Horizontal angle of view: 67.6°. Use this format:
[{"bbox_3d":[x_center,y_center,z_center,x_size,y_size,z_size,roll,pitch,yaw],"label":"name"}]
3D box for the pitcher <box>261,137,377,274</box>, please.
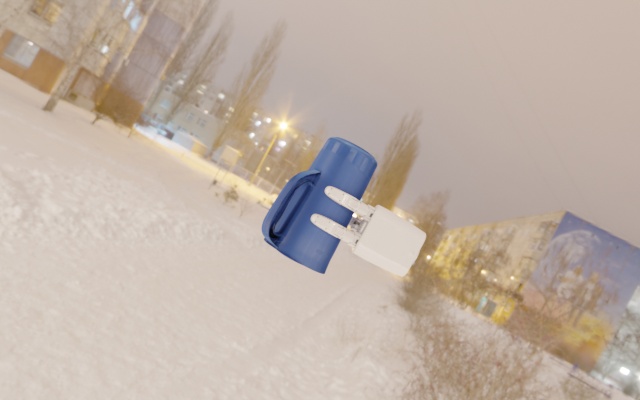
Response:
[{"bbox_3d":[0.000,0.003,0.897,0.145,0.243,0.149,29,-2,0],"label":"pitcher"}]
